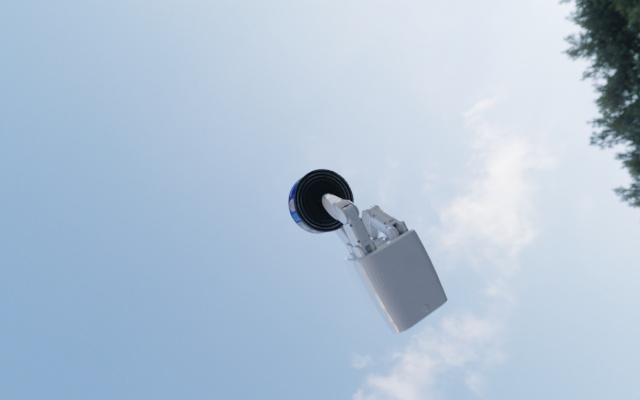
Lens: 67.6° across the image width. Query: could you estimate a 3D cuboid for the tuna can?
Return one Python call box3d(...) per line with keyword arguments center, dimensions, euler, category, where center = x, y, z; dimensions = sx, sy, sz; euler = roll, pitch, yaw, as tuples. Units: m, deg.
box3d(center=(0.000, 0.002, 0.651), dimensions=(0.086, 0.086, 0.034), euler=(0, -9, -21), category="tuna can")
